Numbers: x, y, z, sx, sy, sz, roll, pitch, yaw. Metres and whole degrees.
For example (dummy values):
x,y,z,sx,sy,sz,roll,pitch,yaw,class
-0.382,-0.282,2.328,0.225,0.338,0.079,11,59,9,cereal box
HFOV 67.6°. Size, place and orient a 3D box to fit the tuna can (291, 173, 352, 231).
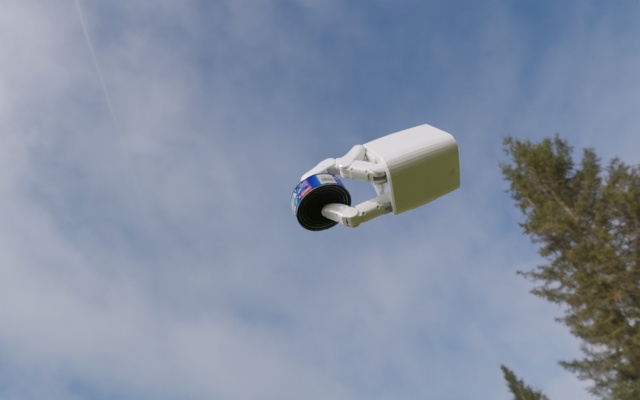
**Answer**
x,y,z,sx,sy,sz,roll,pitch,yaw,class
0.000,0.002,0.706,0.086,0.086,0.033,0,36,-26,tuna can
